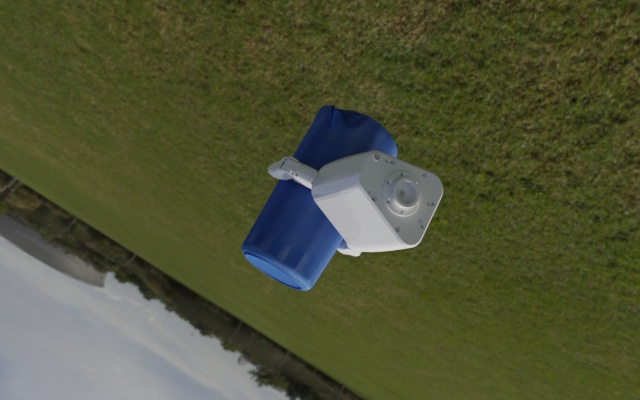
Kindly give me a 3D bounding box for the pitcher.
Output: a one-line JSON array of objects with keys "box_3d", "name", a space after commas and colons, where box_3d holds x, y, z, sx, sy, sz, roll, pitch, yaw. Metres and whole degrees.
[{"box_3d": [0.000, 0.002, 0.673, 0.149, 0.242, 0.145, 38, -20, -17], "name": "pitcher"}]
